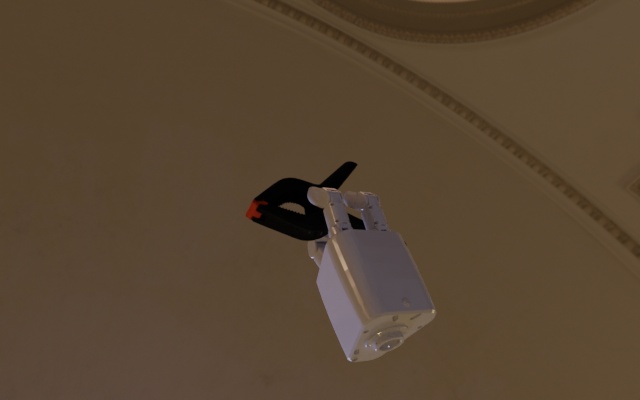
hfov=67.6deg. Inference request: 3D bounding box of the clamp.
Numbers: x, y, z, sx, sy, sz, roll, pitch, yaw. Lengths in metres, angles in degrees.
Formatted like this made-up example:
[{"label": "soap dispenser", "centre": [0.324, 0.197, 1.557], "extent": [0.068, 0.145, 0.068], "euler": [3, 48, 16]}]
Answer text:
[{"label": "clamp", "centre": [-0.001, 0.003, 0.627], "extent": [0.210, 0.164, 0.036], "euler": [5, -45, -31]}]
